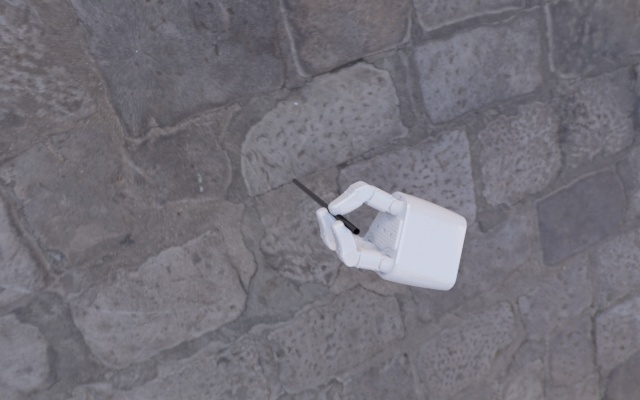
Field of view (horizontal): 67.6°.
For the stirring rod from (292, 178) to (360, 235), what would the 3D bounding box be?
[{"bbox_3d":[0.000,0.002,0.653,0.011,0.011,0.239,0,16,-21],"label":"stirring rod"}]
